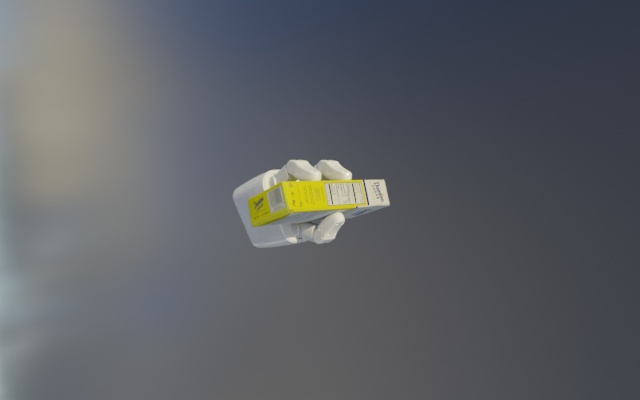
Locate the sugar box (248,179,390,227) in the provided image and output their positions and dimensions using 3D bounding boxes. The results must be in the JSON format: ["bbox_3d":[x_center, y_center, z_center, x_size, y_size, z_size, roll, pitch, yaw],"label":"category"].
[{"bbox_3d":[0.000,0.002,0.658,0.176,0.048,0.093,-6,-10,-39],"label":"sugar box"}]
